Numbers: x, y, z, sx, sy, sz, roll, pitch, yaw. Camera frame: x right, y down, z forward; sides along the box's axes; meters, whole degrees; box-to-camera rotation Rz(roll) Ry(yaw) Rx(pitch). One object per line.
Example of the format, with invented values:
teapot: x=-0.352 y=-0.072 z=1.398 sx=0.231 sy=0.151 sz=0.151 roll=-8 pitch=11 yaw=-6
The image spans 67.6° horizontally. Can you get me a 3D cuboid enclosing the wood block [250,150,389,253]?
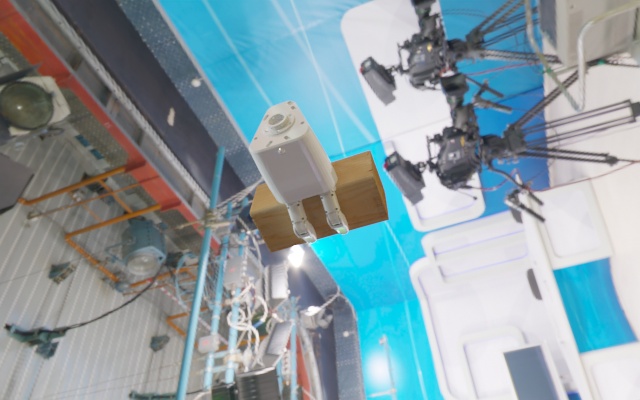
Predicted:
wood block: x=0.000 y=0.002 z=0.793 sx=0.206 sy=0.090 sz=0.090 roll=-16 pitch=31 yaw=13
